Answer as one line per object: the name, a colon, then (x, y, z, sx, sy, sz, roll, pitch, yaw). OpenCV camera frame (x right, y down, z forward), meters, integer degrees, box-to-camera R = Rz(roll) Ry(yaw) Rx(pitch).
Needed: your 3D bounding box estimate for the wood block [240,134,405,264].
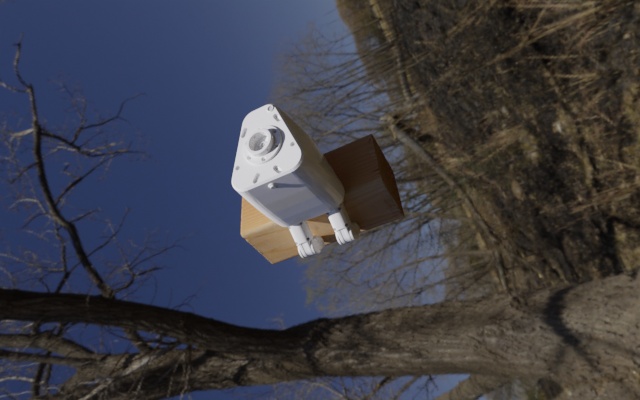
wood block: (0.000, 0.002, 0.670, 0.206, 0.090, 0.090, -21, -43, 17)
